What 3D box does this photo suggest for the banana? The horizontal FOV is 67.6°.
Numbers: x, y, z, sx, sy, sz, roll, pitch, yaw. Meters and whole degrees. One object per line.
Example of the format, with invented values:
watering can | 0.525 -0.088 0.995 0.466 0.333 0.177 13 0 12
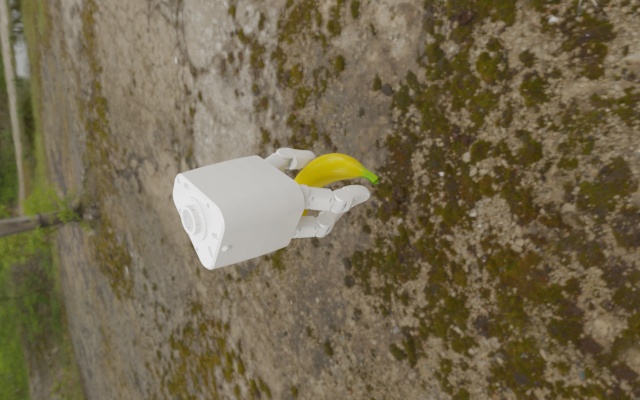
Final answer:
banana | -0.006 -0.016 0.655 0.037 0.069 0.198 -20 -8 -41
